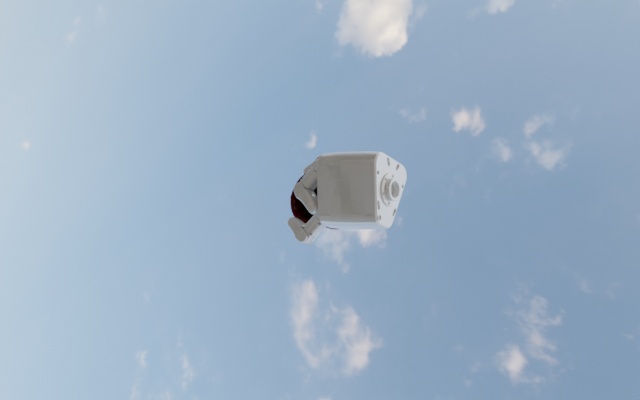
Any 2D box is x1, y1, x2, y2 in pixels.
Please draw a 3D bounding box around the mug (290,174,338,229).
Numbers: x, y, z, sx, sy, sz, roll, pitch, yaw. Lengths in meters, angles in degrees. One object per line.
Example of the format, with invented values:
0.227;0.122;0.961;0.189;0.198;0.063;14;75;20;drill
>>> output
-0.001;0.003;0.831;0.117;0.093;0.081;3;-13;41;mug
